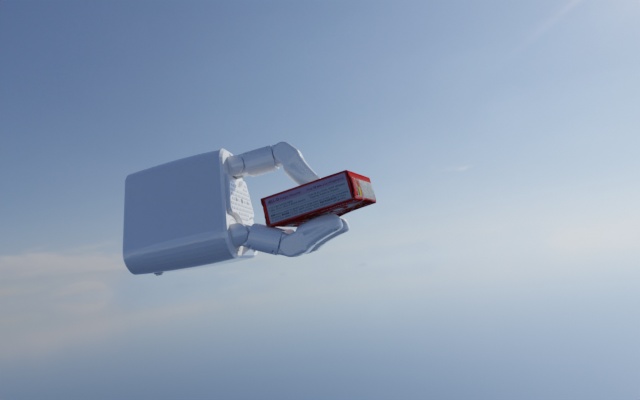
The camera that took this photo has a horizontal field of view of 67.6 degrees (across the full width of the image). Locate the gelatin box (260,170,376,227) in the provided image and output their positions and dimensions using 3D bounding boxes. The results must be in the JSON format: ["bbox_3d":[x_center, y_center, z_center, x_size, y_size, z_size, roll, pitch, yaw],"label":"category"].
[{"bbox_3d":[0.000,0.001,0.449,0.089,0.030,0.073,-19,-10,19],"label":"gelatin box"}]
